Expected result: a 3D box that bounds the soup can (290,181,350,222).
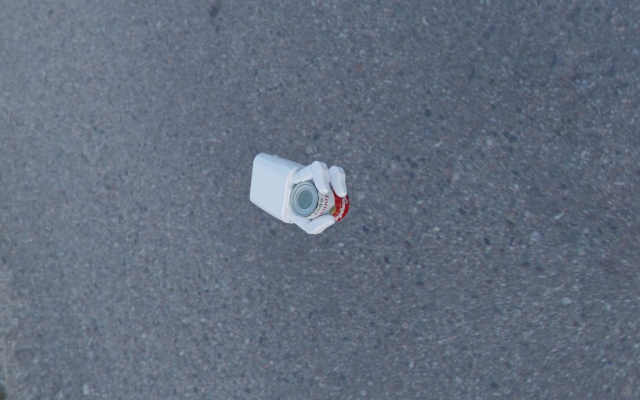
[{"bbox_3d":[0.000,0.003,0.898,0.068,0.068,0.102,0,-7,37],"label":"soup can"}]
